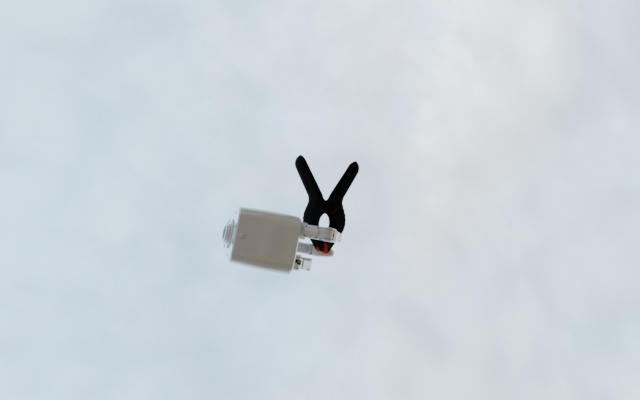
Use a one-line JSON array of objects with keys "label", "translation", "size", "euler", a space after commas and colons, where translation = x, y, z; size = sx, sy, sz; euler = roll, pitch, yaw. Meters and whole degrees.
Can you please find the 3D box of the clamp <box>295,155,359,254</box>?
[{"label": "clamp", "translation": [0.000, 0.003, 0.827], "size": [0.120, 0.171, 0.039], "euler": [13, -7, -19]}]
